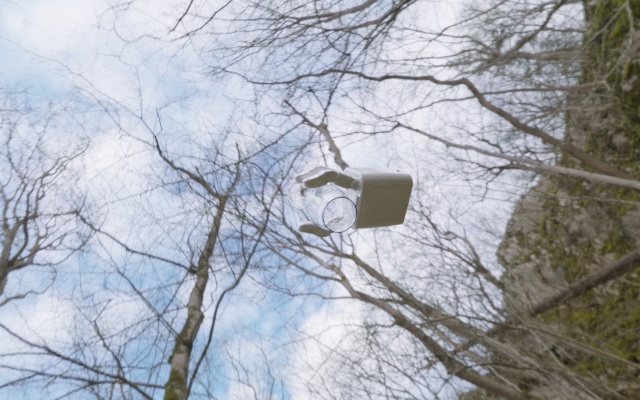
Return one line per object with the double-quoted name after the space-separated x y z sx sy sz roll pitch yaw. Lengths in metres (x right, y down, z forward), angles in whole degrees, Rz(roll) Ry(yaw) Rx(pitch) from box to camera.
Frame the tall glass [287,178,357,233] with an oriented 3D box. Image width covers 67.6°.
0.000 0.003 0.877 0.079 0.079 0.201 0 12 -19 "tall glass"
